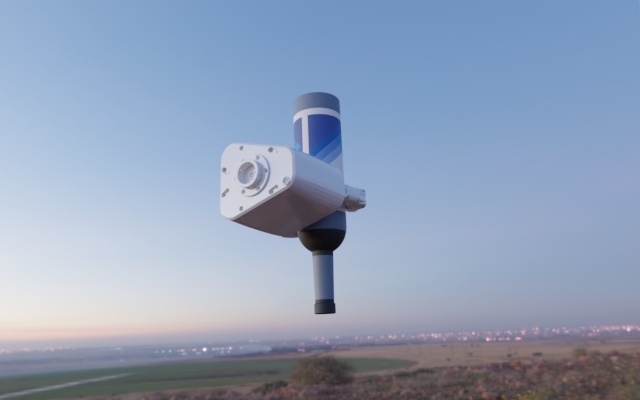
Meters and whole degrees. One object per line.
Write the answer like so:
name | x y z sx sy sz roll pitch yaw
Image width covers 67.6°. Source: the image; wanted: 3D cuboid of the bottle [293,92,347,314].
bottle | 0.000 0.002 0.644 0.069 0.295 0.069 -2 -15 -1
